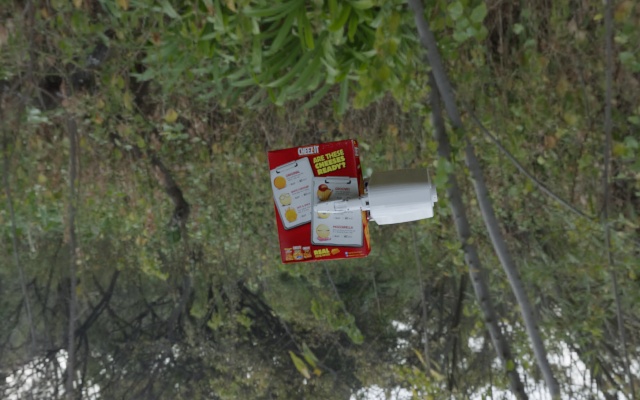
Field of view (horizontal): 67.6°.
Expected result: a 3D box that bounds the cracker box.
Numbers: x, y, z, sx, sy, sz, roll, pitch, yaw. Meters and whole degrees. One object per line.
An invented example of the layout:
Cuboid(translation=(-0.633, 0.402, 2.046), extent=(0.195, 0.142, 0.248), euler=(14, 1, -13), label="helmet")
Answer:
Cuboid(translation=(0.000, 0.003, 0.897), extent=(0.164, 0.214, 0.072), euler=(-7, 3, 13), label="cracker box")
